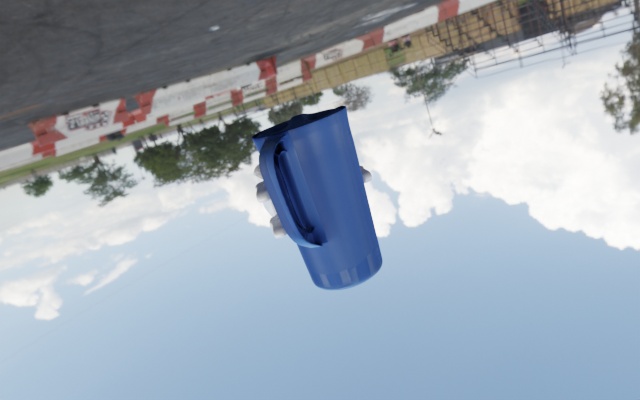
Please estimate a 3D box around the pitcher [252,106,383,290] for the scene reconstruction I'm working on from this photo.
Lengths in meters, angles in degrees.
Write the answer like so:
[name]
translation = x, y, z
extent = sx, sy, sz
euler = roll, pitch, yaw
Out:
[pitcher]
translation = 0.000, 0.002, 0.662
extent = 0.149, 0.243, 0.145
euler = -22, 15, -15
